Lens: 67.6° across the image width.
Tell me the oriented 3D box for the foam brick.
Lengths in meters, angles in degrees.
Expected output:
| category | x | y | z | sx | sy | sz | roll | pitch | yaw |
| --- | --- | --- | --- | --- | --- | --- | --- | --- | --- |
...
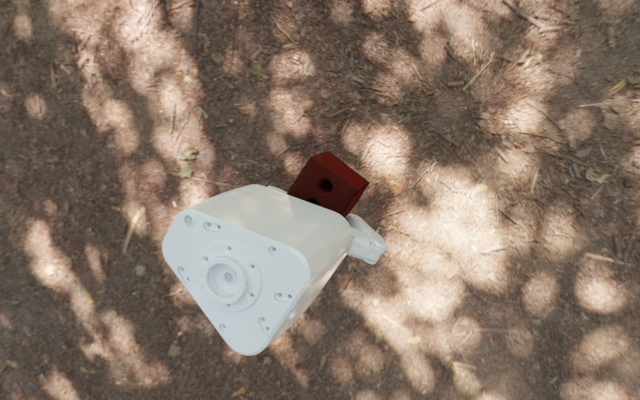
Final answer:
| category | x | y | z | sx | sy | sz | roll | pitch | yaw |
| --- | --- | --- | --- | --- | --- | --- | --- | --- | --- |
| foam brick | 0.000 | 0.001 | 0.446 | 0.053 | 0.078 | 0.051 | 36 | 18 | 10 |
